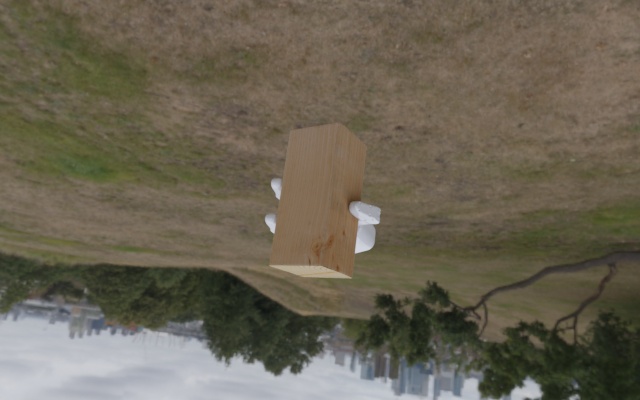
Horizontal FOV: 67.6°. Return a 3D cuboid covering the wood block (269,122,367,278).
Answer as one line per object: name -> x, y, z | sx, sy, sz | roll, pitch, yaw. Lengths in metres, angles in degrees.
wood block -> 0.001, 0.003, 0.697 | 0.091, 0.206, 0.090 | -4, -20, 32
